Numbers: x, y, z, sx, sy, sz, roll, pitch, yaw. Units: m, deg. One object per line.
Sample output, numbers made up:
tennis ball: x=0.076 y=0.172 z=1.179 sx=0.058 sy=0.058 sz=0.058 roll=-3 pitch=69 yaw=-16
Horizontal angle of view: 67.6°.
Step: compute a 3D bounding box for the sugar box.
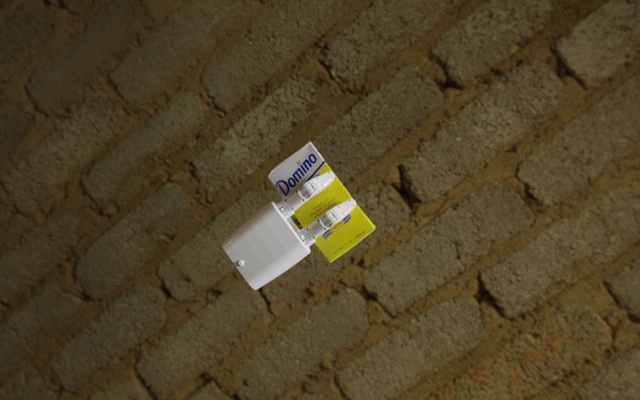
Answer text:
sugar box: x=0.000 y=0.003 z=0.770 sx=0.093 sy=0.176 sz=0.048 roll=-38 pitch=-5 yaw=2
